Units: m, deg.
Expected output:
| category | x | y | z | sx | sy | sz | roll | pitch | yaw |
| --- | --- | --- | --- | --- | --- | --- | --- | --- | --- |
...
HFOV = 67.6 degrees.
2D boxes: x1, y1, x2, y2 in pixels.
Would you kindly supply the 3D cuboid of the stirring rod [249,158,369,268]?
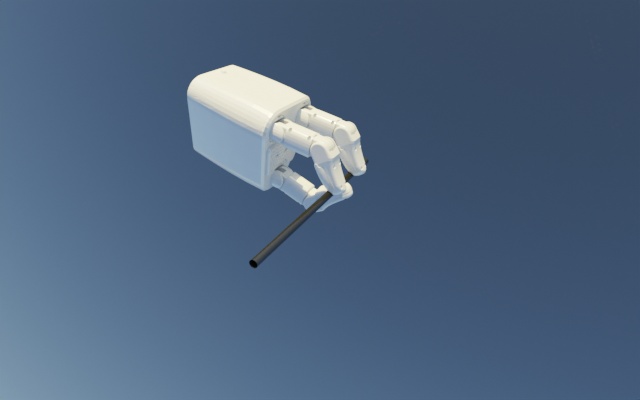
| category | x | y | z | sx | sy | sz | roll | pitch | yaw |
| --- | --- | --- | --- | --- | --- | --- | --- | --- | --- |
| stirring rod | 0.000 | 0.002 | 0.478 | 0.011 | 0.011 | 0.239 | 0 | 24 | 30 |
